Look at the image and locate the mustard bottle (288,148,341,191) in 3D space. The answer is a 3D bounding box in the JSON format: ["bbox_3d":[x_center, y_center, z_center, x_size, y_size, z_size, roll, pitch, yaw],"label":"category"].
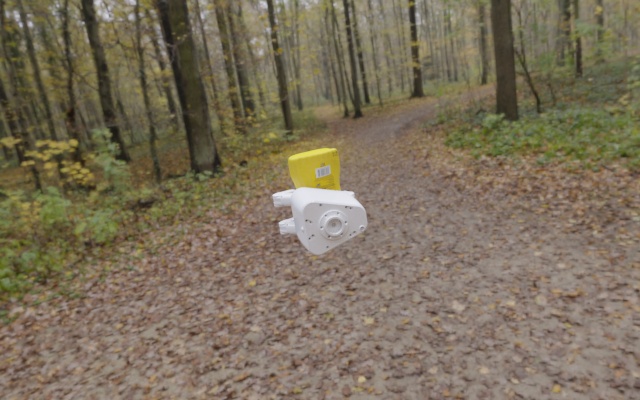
[{"bbox_3d":[0.000,0.003,0.900,0.096,0.192,0.058,-17,15,-33],"label":"mustard bottle"}]
